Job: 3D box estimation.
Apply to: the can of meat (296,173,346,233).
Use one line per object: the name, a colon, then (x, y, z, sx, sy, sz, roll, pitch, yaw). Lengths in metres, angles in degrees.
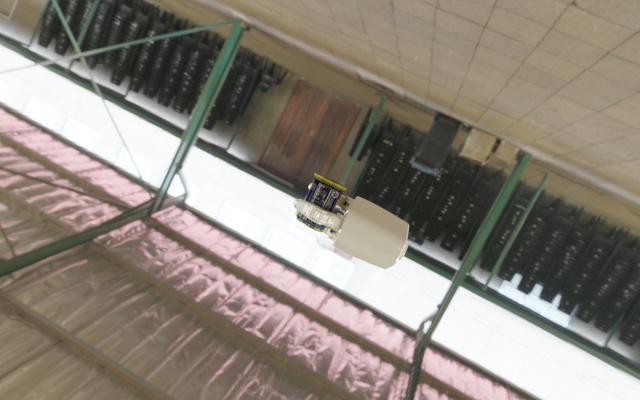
can of meat: (0.000, 0.003, 0.811, 0.057, 0.084, 0.102, 26, 5, 0)
